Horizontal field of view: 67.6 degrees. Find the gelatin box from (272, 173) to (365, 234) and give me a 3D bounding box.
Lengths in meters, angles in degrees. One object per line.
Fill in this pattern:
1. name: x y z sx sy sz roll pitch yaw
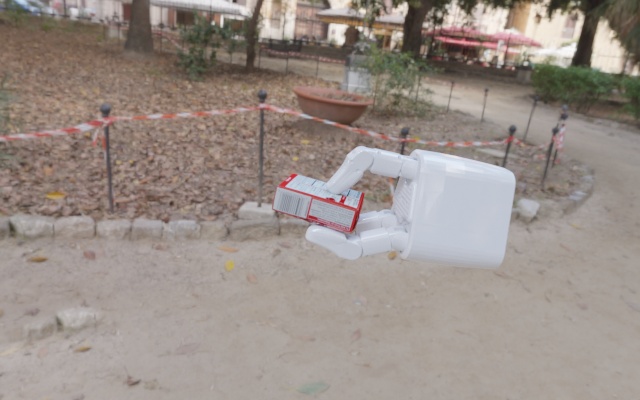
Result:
1. gelatin box: 0.000 0.001 0.514 0.089 0.030 0.073 17 16 5
